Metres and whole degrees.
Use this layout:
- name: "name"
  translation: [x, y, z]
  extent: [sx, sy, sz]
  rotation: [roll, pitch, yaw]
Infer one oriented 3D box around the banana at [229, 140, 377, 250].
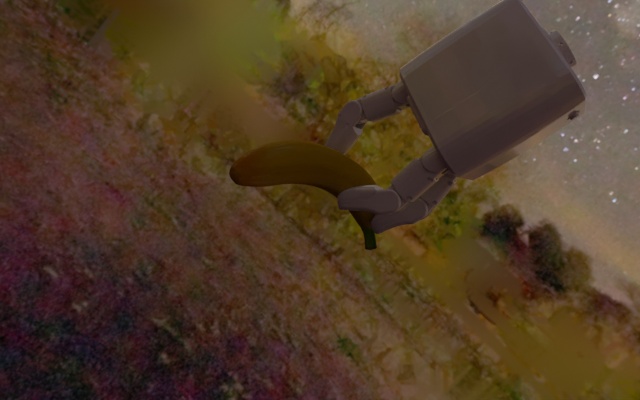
- name: "banana"
  translation: [0.004, -0.015, 0.426]
  extent: [0.037, 0.069, 0.198]
  rotation: [-12, -28, 39]
